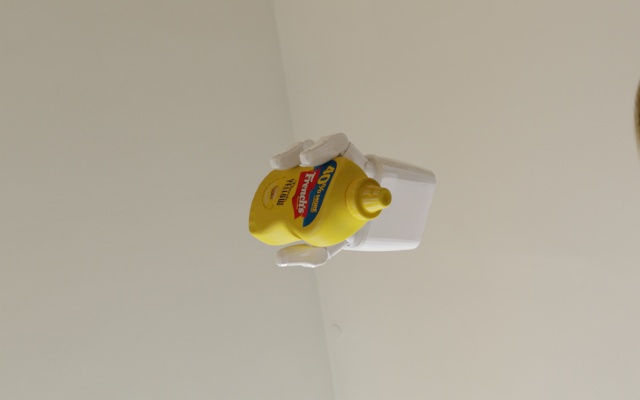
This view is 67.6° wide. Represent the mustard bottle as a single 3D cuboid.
[{"bbox_3d":[0.000,0.002,0.510,0.058,0.096,0.191,36,-24,-32],"label":"mustard bottle"}]
